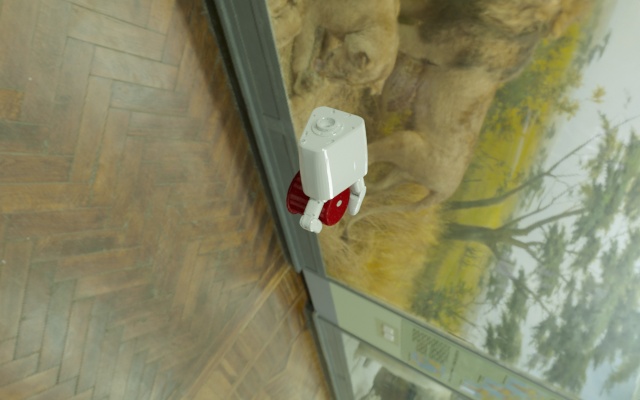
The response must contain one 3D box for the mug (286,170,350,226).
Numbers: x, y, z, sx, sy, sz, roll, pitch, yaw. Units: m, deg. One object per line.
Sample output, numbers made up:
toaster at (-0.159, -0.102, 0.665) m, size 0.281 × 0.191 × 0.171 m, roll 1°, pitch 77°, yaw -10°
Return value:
mug at (0.000, 0.004, 0.853) m, size 0.081 × 0.117 × 0.093 m, roll 22°, pitch 54°, yaw 25°
